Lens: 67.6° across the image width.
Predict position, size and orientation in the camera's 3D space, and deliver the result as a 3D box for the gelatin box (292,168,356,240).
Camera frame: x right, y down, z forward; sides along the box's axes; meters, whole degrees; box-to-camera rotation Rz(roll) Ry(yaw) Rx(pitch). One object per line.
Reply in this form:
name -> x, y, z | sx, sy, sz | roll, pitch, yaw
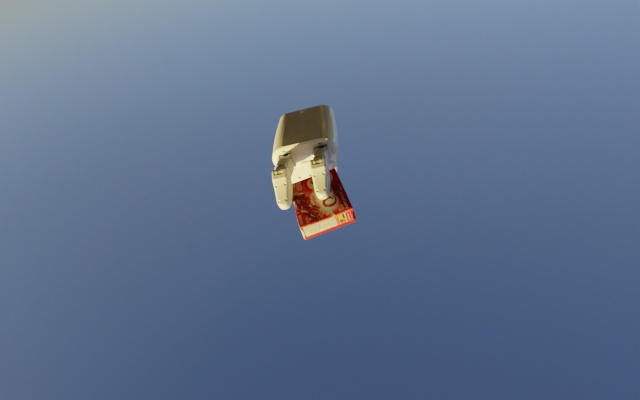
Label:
gelatin box -> 0.000, 0.003, 0.647 | 0.073, 0.030, 0.089 | -20, 45, 0
